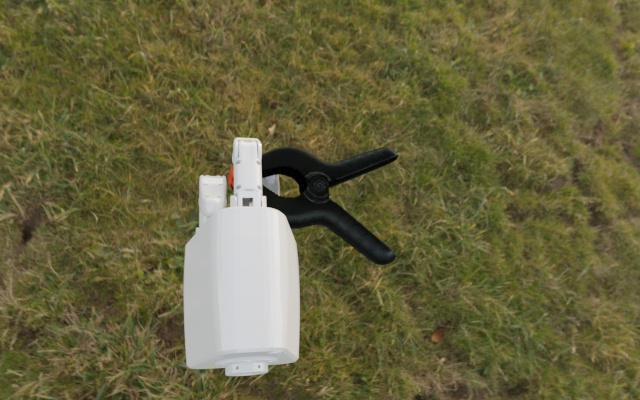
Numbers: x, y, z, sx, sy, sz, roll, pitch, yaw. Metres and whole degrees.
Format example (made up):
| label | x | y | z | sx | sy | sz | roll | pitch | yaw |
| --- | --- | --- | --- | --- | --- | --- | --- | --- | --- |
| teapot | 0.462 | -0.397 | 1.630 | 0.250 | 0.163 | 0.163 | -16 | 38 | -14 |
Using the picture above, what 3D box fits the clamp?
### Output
| label | x | y | z | sx | sy | sz | roll | pitch | yaw |
| --- | --- | --- | --- | --- | --- | --- | --- | --- | --- |
| clamp | 0.000 | 0.001 | 0.451 | 0.171 | 0.120 | 0.039 | 1 | -25 | -14 |
